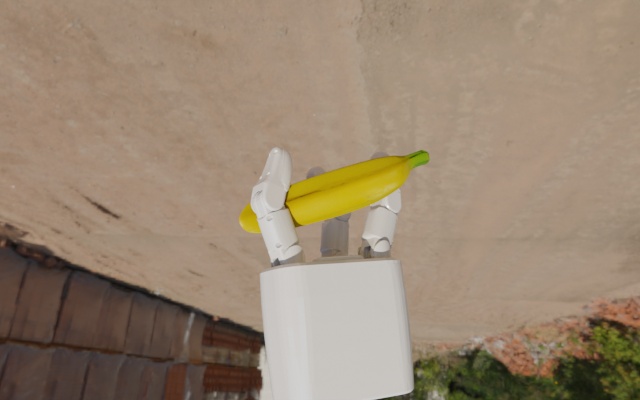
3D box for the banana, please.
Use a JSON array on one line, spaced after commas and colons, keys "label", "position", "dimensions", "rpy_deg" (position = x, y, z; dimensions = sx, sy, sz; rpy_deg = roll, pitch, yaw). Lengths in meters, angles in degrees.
[{"label": "banana", "position": [-0.006, 0.001, 0.412], "dimensions": [0.198, 0.037, 0.069], "rpy_deg": [-17, -6, 27]}]
